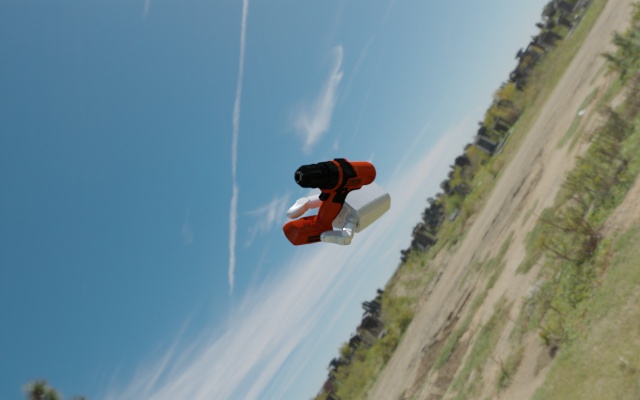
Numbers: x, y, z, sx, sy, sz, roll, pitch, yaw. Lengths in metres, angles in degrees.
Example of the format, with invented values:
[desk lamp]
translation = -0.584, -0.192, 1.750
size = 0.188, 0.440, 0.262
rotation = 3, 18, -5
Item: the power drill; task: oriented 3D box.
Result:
[power drill]
translation = 0.000, 0.003, 0.890
size = 0.184, 0.057, 0.188
rotation = -4, -41, -41
